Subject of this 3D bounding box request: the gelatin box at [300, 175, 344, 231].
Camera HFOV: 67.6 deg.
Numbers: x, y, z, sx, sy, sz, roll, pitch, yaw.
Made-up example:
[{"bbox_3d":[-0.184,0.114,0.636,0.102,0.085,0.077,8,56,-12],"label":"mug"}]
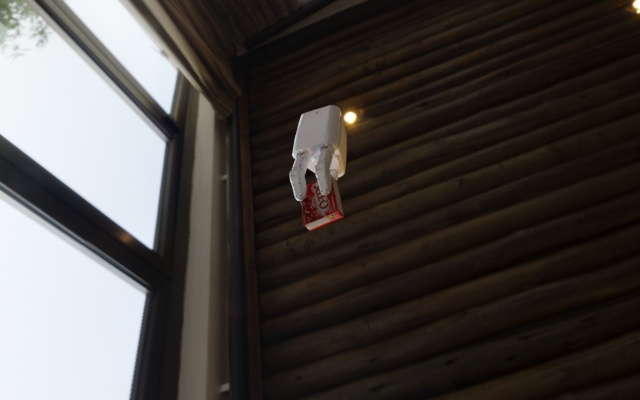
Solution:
[{"bbox_3d":[0.000,0.003,0.899,0.073,0.089,0.030,-23,-38,18],"label":"gelatin box"}]
